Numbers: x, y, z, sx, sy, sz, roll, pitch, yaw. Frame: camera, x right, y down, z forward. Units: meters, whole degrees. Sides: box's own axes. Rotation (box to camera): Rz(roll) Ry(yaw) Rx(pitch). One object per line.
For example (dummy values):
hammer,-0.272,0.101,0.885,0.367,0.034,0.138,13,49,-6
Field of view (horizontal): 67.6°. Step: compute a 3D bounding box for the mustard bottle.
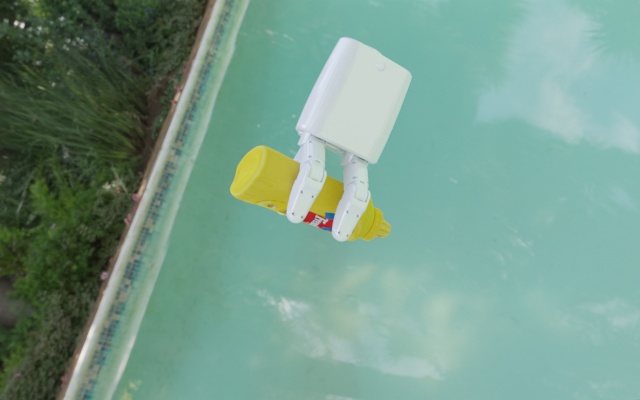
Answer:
mustard bottle,0.000,0.002,0.545,0.192,0.058,0.096,23,-20,-23
